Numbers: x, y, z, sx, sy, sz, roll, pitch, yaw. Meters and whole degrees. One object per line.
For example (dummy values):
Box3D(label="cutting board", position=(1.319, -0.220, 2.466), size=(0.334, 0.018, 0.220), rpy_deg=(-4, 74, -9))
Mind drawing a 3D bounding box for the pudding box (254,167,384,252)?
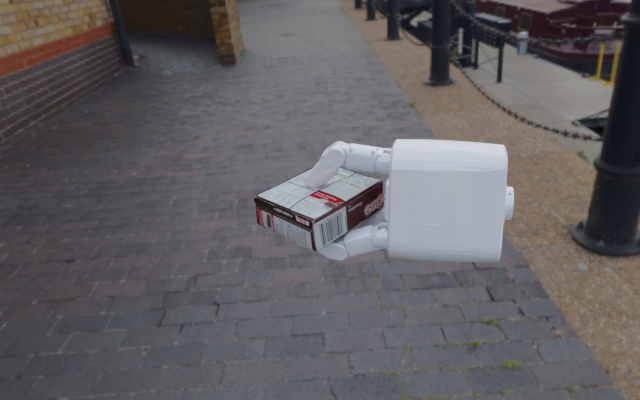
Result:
Box3D(label="pudding box", position=(0.000, 0.002, 0.514), size=(0.090, 0.039, 0.113), rpy_deg=(20, 35, 39))
